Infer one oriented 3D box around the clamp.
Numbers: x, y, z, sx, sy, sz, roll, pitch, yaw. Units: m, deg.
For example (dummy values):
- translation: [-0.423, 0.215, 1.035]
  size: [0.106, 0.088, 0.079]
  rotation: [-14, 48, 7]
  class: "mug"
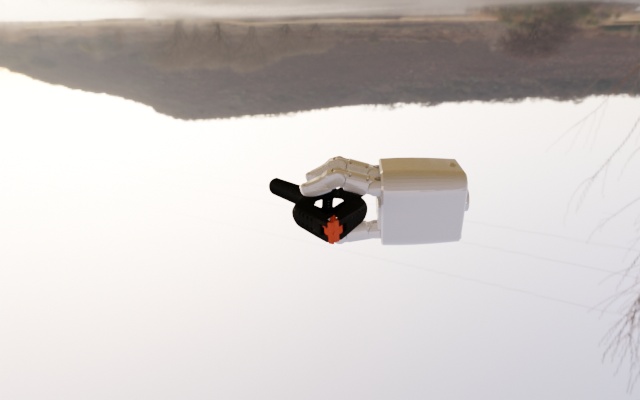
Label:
- translation: [0.000, 0.003, 0.633]
  size: [0.164, 0.036, 0.210]
  rotation: [-3, 20, 5]
  class: "clamp"
